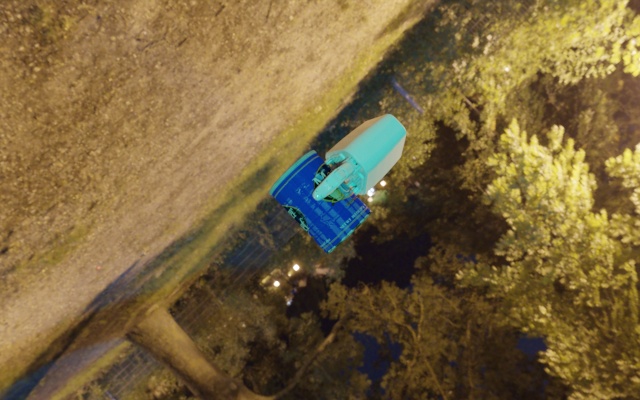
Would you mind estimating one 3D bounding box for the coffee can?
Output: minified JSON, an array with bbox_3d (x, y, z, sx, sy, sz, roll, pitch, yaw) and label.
[{"bbox_3d":[0.000,0.003,0.784,0.103,0.140,0.103,-43,-2,-2],"label":"coffee can"}]
